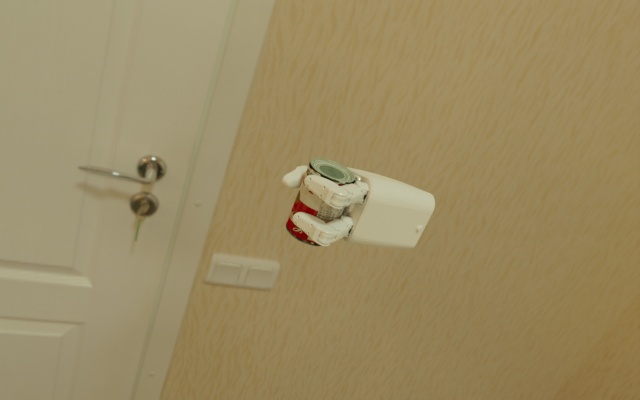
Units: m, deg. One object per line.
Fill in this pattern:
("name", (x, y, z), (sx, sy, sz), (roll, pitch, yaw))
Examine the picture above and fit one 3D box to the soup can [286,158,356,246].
("soup can", (0.000, 0.002, 0.653), (0.068, 0.102, 0.068), (18, 25, -9))
